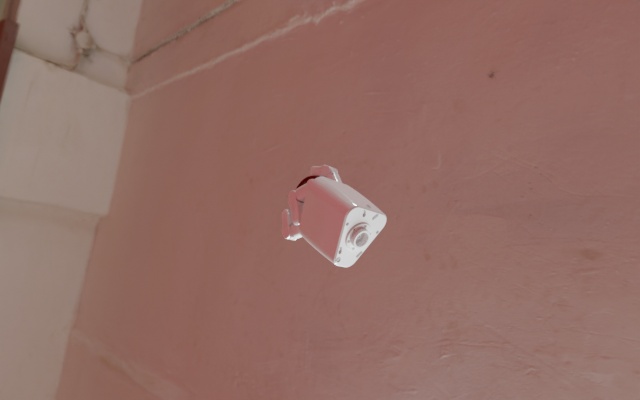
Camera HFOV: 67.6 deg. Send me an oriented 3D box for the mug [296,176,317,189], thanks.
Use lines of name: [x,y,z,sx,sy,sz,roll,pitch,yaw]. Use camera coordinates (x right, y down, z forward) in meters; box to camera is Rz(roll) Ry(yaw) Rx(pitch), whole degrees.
mug: [0.000,0.002,0.895,0.081,0.093,0.117,16,17,-41]
